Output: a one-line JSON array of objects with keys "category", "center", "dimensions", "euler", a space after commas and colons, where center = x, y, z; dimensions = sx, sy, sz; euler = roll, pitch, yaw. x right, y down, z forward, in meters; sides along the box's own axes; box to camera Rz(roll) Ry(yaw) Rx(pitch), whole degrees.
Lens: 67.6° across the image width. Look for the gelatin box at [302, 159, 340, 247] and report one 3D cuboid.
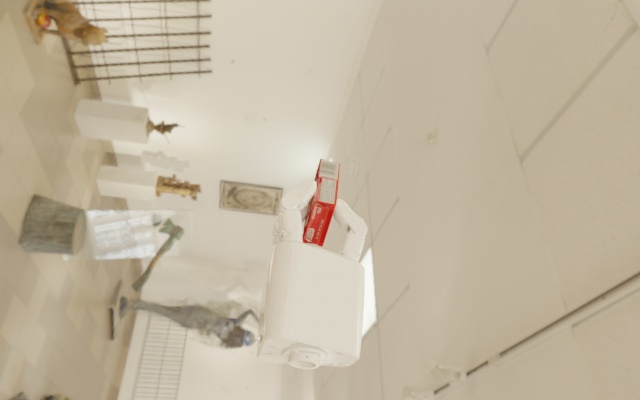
[{"category": "gelatin box", "center": [0.001, 0.002, 0.615], "dimensions": [0.030, 0.073, 0.089], "euler": [13, 42, -5]}]
